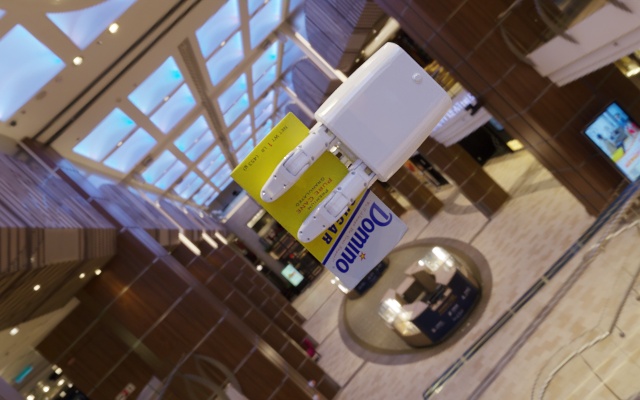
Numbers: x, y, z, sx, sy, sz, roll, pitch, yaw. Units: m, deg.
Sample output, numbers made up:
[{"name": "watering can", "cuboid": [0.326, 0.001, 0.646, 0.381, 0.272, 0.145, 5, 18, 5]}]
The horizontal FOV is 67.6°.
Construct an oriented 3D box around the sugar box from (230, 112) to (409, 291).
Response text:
[{"name": "sugar box", "cuboid": [0.000, 0.002, 0.508, 0.176, 0.093, 0.048, 43, 1, -3]}]
